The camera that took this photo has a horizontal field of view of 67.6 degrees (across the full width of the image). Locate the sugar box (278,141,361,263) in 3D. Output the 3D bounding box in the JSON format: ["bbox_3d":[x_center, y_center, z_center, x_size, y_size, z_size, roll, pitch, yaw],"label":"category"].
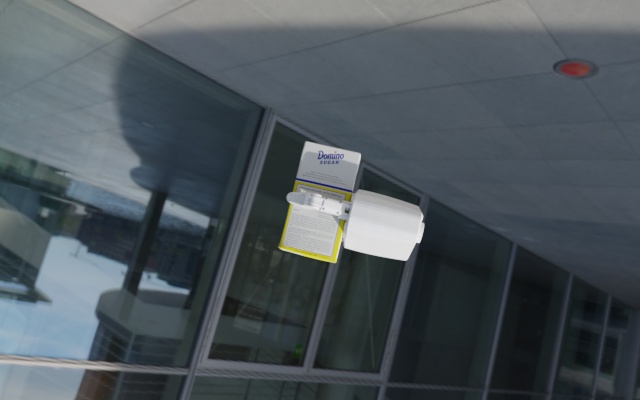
[{"bbox_3d":[0.000,0.003,0.757,0.093,0.176,0.048,14,-9,6],"label":"sugar box"}]
